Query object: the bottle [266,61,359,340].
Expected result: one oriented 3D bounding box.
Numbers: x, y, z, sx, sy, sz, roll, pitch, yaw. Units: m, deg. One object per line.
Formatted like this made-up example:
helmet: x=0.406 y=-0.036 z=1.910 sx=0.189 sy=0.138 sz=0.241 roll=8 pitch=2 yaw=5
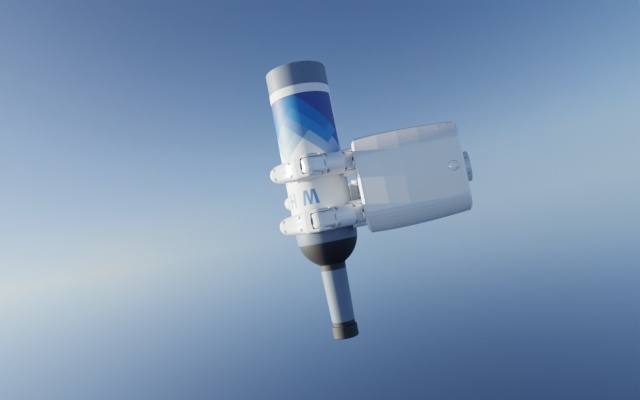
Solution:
bottle: x=0.000 y=0.001 z=0.521 sx=0.069 sy=0.295 sz=0.069 roll=-11 pitch=-3 yaw=-1
